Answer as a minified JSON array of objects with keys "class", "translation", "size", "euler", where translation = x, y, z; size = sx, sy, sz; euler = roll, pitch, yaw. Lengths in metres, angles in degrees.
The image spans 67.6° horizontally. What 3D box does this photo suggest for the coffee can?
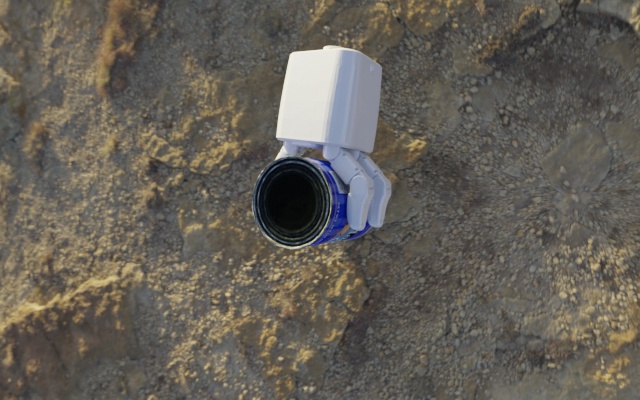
[{"class":"coffee can","translation":[0.000,0.002,0.577],"size":[0.103,0.103,0.140],"euler":[0,0,28]}]
